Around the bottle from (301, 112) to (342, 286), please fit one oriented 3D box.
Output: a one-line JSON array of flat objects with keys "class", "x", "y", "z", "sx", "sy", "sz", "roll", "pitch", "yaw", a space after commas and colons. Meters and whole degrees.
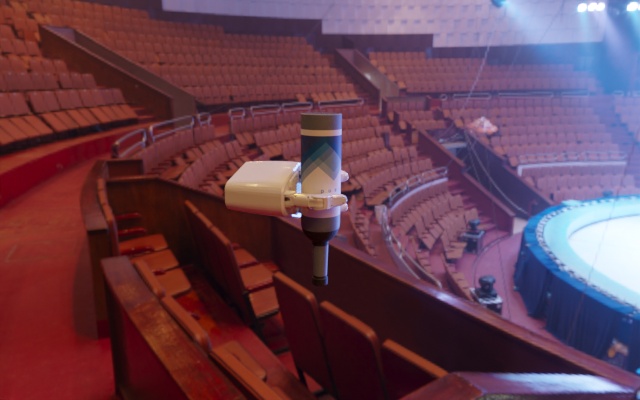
[{"class": "bottle", "x": 0.000, "y": 0.002, "z": 0.805, "sx": 0.069, "sy": 0.296, "sz": 0.069, "roll": 0, "pitch": 13, "yaw": 0}]
